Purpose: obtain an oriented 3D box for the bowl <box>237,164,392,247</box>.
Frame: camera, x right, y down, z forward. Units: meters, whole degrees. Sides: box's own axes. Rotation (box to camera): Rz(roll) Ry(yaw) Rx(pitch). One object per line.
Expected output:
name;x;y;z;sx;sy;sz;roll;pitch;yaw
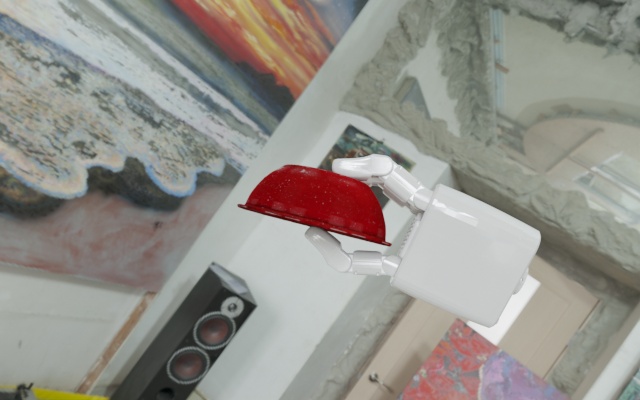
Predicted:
bowl;-0.001;0.001;0.489;0.162;0.055;0.162;14;-4;1
